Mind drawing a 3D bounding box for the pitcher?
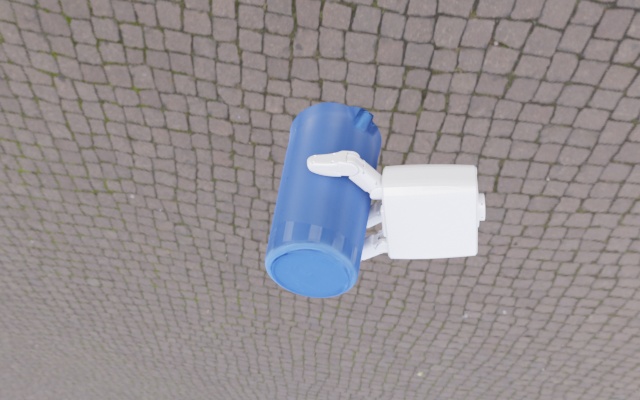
[{"bbox_3d":[0.000,0.002,0.621,0.145,0.242,0.149,-1,-43,14],"label":"pitcher"}]
